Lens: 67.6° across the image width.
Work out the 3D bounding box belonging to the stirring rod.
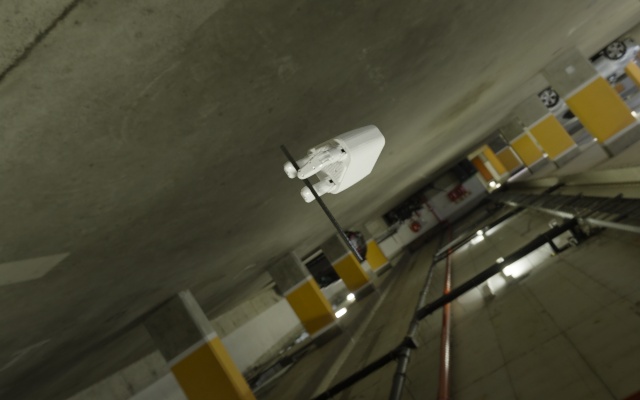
[{"bbox_3d":[0.000,0.003,0.815,0.011,0.239,0.011,-34,-8,-5],"label":"stirring rod"}]
